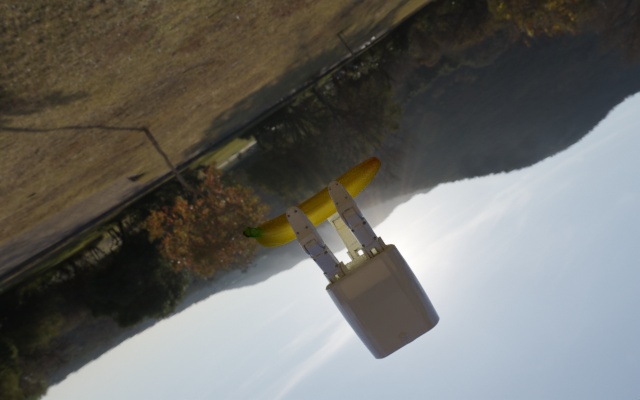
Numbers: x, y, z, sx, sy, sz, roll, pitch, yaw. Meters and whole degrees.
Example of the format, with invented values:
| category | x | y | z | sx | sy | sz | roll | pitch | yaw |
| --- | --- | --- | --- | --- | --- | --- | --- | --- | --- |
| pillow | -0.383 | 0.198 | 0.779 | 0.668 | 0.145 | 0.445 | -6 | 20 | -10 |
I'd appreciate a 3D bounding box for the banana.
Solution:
| category | x | y | z | sx | sy | sz | roll | pitch | yaw |
| --- | --- | --- | --- | --- | --- | --- | --- | --- | --- |
| banana | -0.006 | 0.009 | 0.606 | 0.198 | 0.037 | 0.070 | -31 | -10 | -17 |
